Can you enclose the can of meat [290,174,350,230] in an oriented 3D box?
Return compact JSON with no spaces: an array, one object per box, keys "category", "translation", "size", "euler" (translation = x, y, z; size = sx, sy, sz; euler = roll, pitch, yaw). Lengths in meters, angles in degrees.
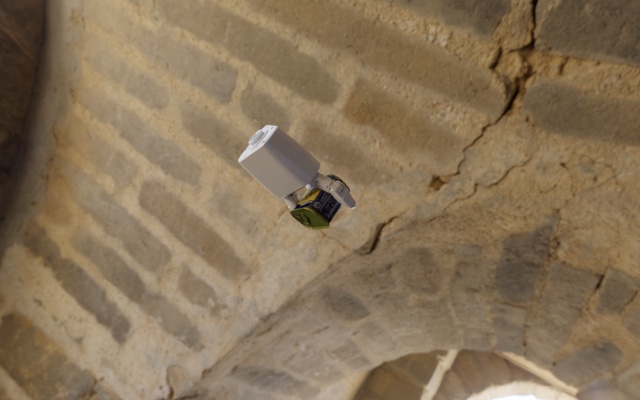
[{"category":"can of meat","translation":[0.000,0.003,0.885],"size":[0.057,0.084,0.102],"euler":[40,-20,-16]}]
